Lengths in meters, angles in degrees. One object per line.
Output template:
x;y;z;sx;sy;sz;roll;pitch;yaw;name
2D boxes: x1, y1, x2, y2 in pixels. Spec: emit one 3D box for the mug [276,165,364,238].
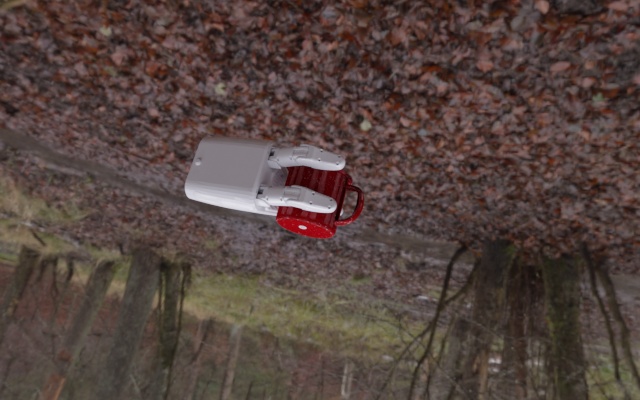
0.001;0.002;0.631;0.117;0.081;0.093;8;-19;20;mug
